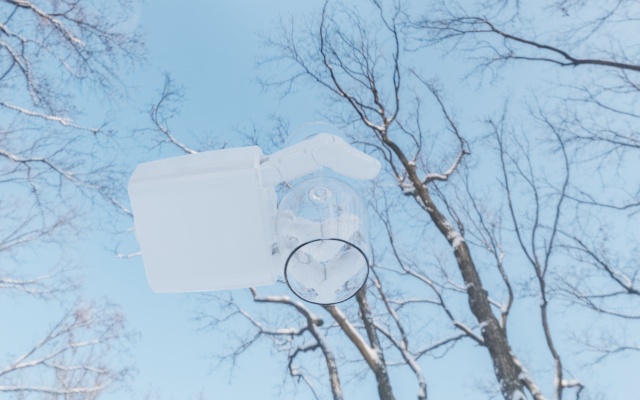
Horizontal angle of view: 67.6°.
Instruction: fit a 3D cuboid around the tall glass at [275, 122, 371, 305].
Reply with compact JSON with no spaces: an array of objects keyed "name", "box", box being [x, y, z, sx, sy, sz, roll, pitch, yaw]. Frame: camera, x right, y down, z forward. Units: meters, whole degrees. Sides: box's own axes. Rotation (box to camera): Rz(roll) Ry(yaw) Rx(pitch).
[{"name":"tall glass","box":[0.000,0.001,0.425,0.079,0.079,0.201,0,30,-3]}]
